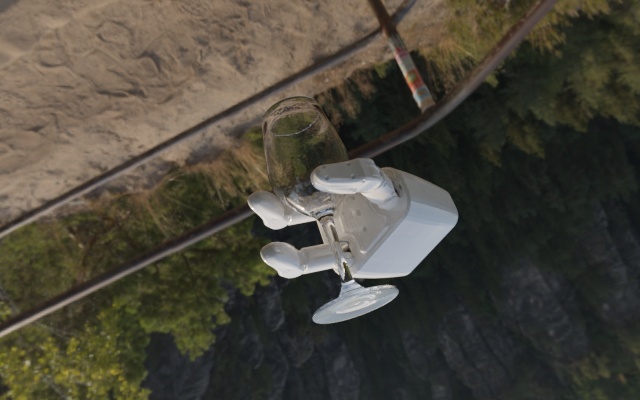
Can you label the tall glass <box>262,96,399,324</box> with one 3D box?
[{"bbox_3d":[0.000,0.002,0.430,0.079,0.201,0.079,-15,-26,-8],"label":"tall glass"}]
